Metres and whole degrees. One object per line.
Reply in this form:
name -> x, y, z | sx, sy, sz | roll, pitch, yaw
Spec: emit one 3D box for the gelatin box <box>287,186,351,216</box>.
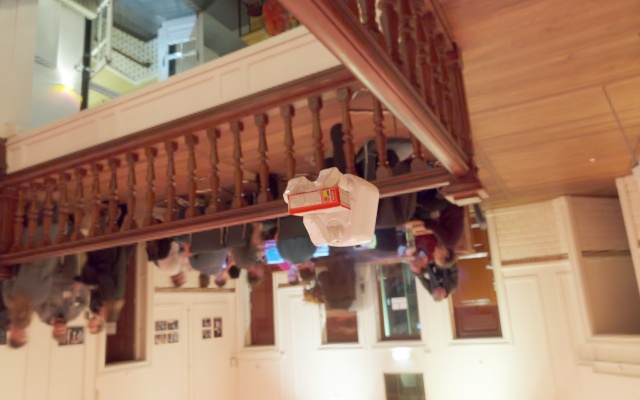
gelatin box -> 0.000, 0.003, 0.682 | 0.073, 0.030, 0.089 | -9, -6, 12
